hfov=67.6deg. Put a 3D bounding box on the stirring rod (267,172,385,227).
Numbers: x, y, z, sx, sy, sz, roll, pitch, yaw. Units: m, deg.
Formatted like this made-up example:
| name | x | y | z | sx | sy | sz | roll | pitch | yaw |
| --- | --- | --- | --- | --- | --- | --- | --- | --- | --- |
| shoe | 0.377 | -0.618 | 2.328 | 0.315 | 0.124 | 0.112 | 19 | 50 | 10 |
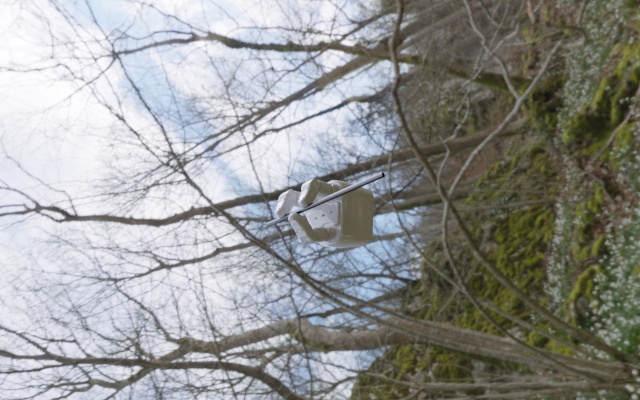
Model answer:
| name | x | y | z | sx | sy | sz | roll | pitch | yaw |
| --- | --- | --- | --- | --- | --- | --- | --- | --- | --- |
| stirring rod | 0.000 | 0.002 | 0.751 | 0.239 | 0.011 | 0.011 | -24 | -14 | 36 |
